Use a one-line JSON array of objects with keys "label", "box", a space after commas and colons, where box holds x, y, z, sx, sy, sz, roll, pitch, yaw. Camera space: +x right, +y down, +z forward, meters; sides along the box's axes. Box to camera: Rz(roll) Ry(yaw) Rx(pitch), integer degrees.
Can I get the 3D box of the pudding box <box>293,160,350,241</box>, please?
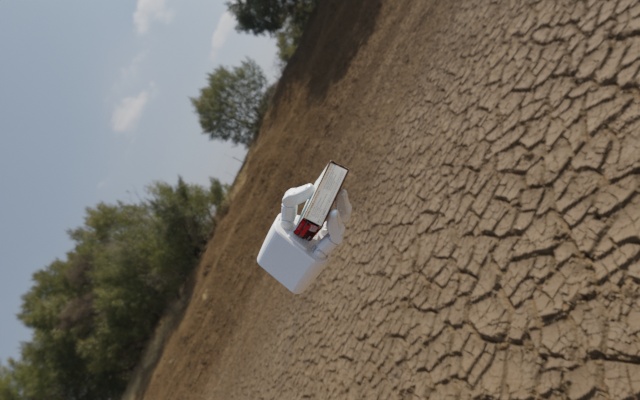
[{"label": "pudding box", "box": [0.000, 0.002, 0.775, 0.039, 0.113, 0.090, 26, -22, -5]}]
